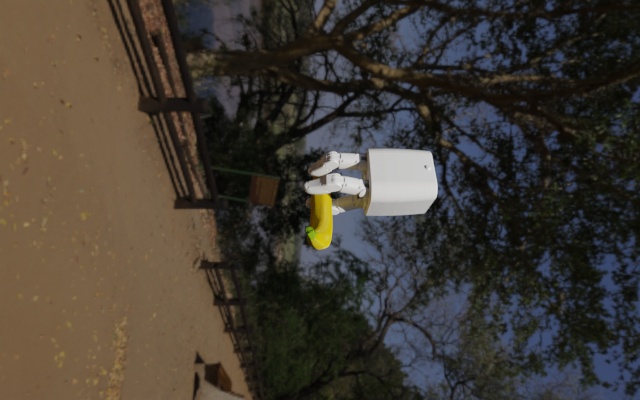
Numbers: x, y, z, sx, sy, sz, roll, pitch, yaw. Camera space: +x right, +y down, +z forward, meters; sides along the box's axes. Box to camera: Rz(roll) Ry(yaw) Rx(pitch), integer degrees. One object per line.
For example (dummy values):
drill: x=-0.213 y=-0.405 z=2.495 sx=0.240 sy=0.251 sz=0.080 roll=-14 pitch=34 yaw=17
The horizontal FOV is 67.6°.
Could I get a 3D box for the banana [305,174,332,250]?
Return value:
banana: x=0.000 y=0.020 z=0.760 sx=0.037 sy=0.070 sz=0.197 roll=0 pitch=30 yaw=2
